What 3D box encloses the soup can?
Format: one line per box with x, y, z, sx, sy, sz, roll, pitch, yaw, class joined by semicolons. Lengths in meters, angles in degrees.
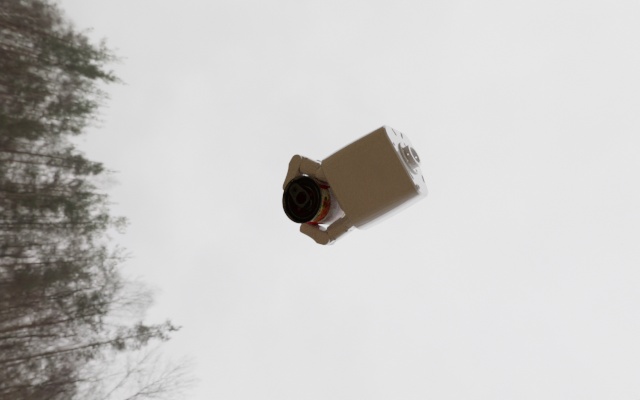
0.000;0.003;0.706;0.068;0.068;0.102;0;-4;32;soup can
